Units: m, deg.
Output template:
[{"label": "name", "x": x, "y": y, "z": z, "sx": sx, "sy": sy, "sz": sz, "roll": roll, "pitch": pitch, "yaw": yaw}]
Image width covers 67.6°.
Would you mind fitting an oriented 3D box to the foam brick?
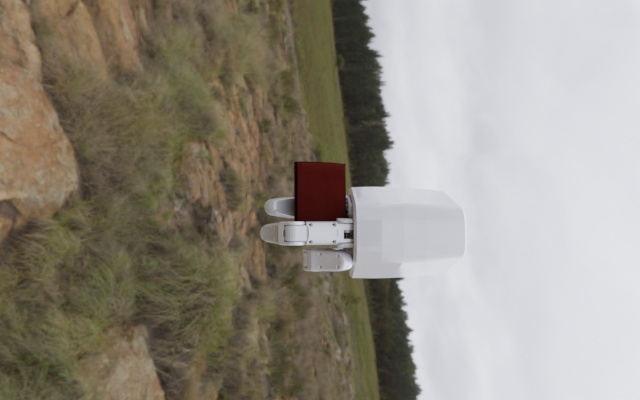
[{"label": "foam brick", "x": 0.000, "y": 0.001, "z": 0.492, "sx": 0.051, "sy": 0.078, "sz": 0.053, "roll": 0, "pitch": -3, "yaw": 2}]
